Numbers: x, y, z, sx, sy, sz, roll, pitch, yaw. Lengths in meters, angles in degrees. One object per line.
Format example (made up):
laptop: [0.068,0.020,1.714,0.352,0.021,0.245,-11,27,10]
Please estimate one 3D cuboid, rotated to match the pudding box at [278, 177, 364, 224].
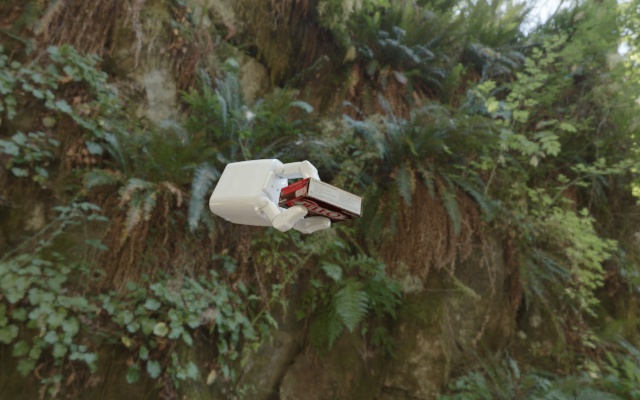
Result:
pudding box: [0.000,0.002,0.789,0.113,0.039,0.090,18,-19,-31]
